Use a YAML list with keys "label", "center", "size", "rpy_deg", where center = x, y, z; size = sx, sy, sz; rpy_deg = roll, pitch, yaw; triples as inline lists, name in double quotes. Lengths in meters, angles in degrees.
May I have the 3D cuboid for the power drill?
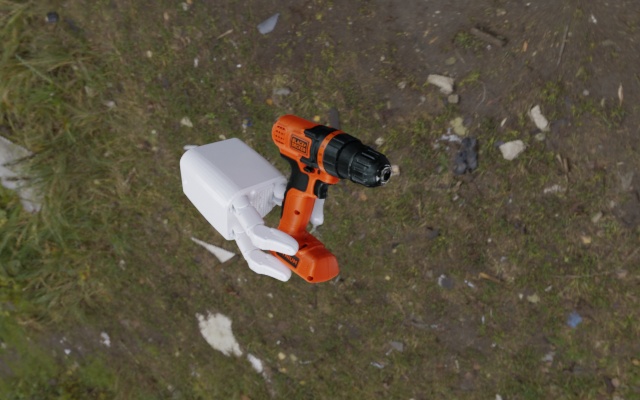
- label: "power drill"
  center: [0.000, 0.002, 0.588]
  size: [0.057, 0.188, 0.184]
  rpy_deg: [-8, 27, -40]
